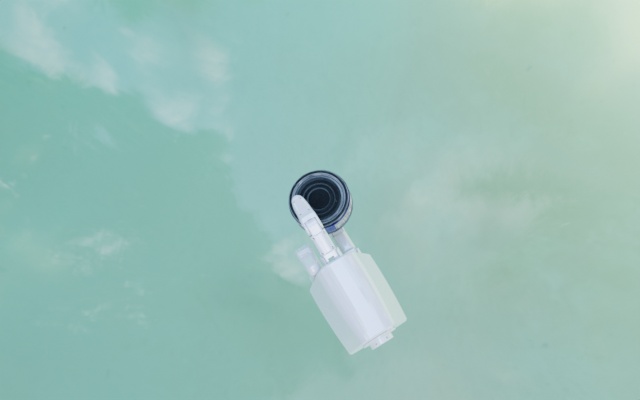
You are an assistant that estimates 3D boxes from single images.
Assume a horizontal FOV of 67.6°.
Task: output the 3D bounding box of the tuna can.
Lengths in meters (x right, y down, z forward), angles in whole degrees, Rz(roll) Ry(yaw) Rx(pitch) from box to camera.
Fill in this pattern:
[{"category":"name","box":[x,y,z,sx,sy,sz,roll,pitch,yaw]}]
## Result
[{"category":"tuna can","box":[0.000,0.002,0.653,0.086,0.086,0.034,0,-19,11]}]
